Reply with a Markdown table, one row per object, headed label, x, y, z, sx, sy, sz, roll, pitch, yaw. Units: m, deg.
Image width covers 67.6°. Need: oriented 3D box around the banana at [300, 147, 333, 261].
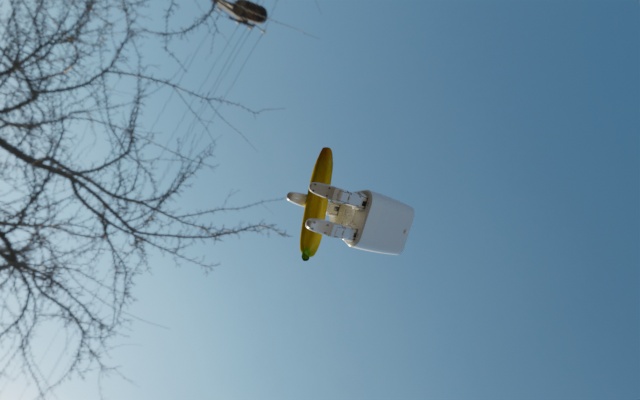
| label | x | y | z | sx | sy | sz | roll | pitch | yaw |
| --- | --- | --- | --- | --- | --- | --- | --- | --- | --- |
| banana | -0.005 | 0.011 | 0.793 | 0.037 | 0.197 | 0.070 | 13 | -19 | -11 |
